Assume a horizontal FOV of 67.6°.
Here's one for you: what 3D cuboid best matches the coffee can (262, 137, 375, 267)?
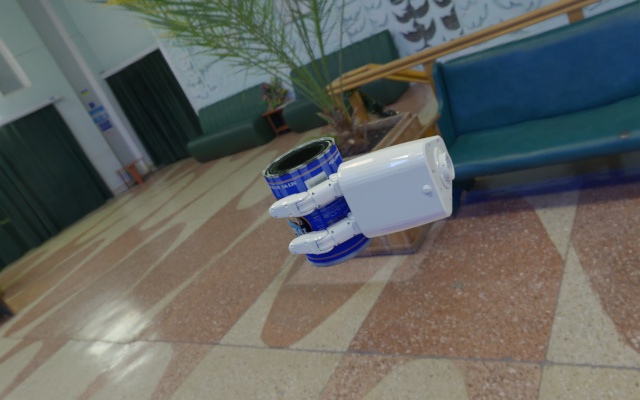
[{"bbox_3d":[0.000,0.002,0.633,0.103,0.140,0.102,-23,20,9],"label":"coffee can"}]
